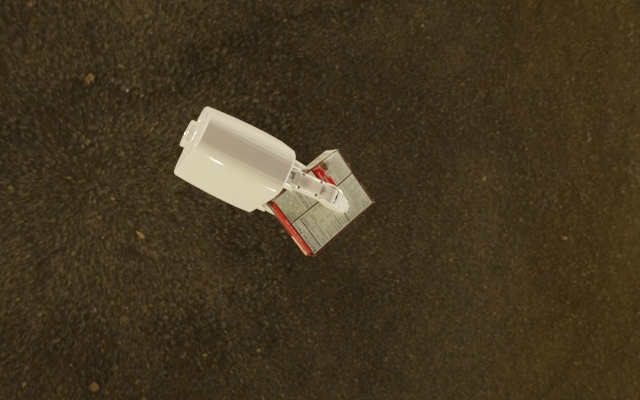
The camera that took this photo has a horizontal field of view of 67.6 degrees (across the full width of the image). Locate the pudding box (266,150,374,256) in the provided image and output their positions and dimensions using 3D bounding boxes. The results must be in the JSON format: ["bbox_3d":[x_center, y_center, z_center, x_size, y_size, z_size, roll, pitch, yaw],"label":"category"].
[{"bbox_3d":[0.000,0.002,0.608,0.113,0.090,0.039,-40,14,-17],"label":"pudding box"}]
